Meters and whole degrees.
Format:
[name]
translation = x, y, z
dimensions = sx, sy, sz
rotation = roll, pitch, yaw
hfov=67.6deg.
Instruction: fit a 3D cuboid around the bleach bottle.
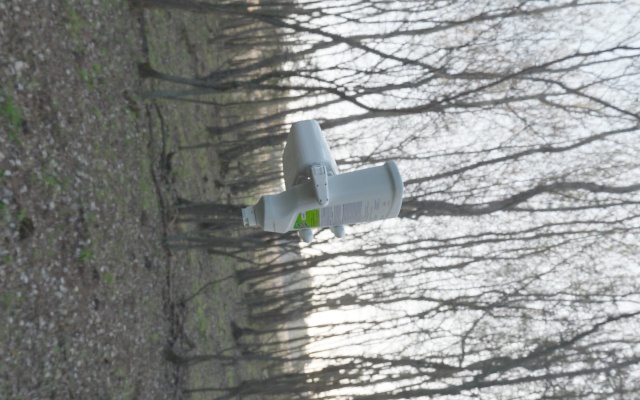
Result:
[bleach bottle]
translation = 0.000, 0.003, 0.764
dimensions = 0.251, 0.068, 0.103
rotation = -9, -37, -6
